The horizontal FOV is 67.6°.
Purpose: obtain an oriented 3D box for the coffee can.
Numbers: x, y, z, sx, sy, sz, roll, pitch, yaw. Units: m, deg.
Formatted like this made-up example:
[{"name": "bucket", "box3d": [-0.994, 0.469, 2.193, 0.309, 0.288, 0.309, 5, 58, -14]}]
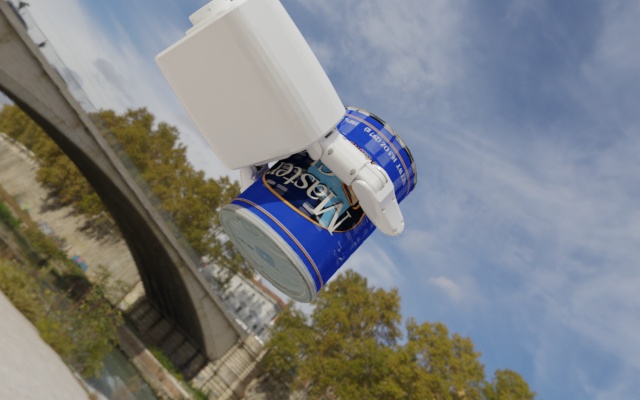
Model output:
[{"name": "coffee can", "box3d": [0.000, 0.002, 0.409, 0.140, 0.103, 0.103, -44, 21, -24]}]
